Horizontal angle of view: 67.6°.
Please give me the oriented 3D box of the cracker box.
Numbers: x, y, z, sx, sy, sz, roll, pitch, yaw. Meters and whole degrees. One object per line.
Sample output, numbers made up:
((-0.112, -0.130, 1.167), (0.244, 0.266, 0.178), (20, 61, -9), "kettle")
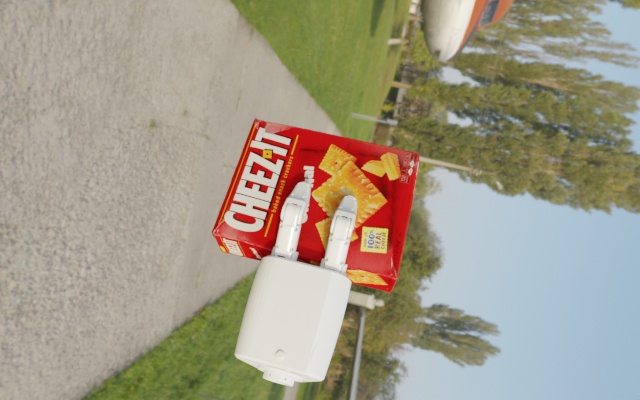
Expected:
((0.000, 0.002, 0.576), (0.213, 0.164, 0.072), (13, -24, 6), "cracker box")
